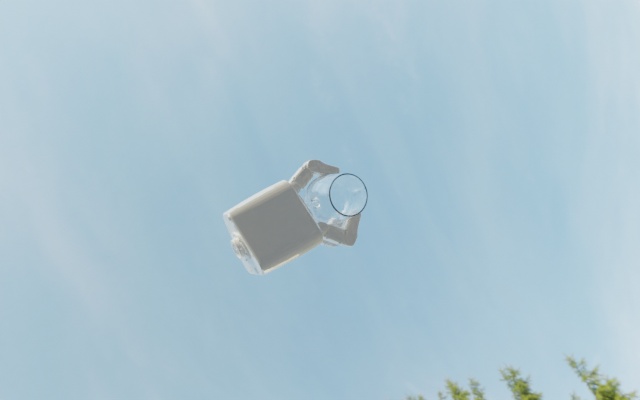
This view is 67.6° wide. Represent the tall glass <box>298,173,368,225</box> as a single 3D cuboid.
[{"bbox_3d":[0.000,0.002,0.761,0.079,0.079,0.201,0,-6,-24],"label":"tall glass"}]
